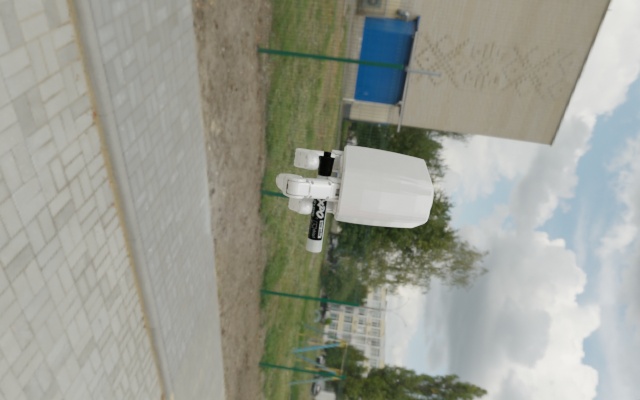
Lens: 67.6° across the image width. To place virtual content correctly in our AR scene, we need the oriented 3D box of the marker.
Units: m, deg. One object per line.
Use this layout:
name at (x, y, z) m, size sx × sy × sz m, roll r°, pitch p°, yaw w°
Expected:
marker at (0.000, 0.002, 0.569) m, size 0.020 × 0.121 × 0.020 m, roll 8°, pitch 11°, yaw -2°
